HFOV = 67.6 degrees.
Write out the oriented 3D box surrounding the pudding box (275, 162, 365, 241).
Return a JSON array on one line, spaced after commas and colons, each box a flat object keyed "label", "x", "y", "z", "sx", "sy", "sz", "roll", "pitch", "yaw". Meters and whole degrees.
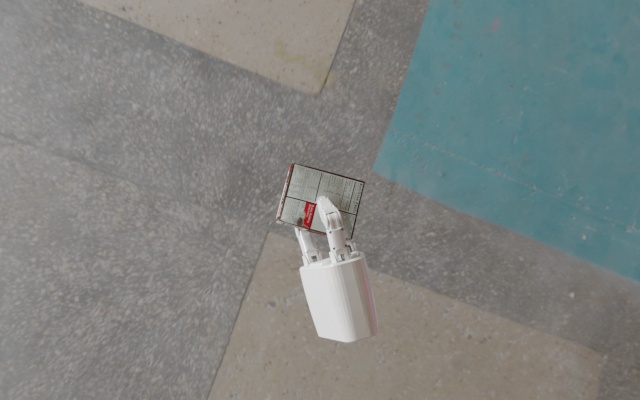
[{"label": "pudding box", "x": 0.000, "y": 0.002, "z": 0.693, "sx": 0.113, "sy": 0.090, "sz": 0.039, "roll": 15, "pitch": -7, "yaw": -10}]
